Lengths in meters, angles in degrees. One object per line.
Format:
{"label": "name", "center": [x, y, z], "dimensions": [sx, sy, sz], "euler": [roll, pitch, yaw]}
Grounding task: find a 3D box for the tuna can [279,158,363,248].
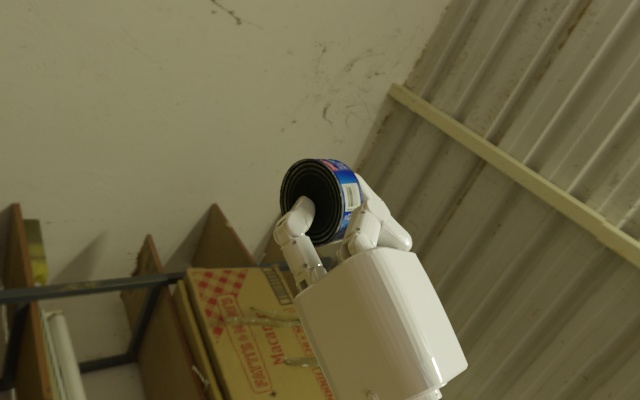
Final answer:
{"label": "tuna can", "center": [0.000, 0.001, 0.468], "dimensions": [0.086, 0.086, 0.034], "euler": [0, 4, 45]}
